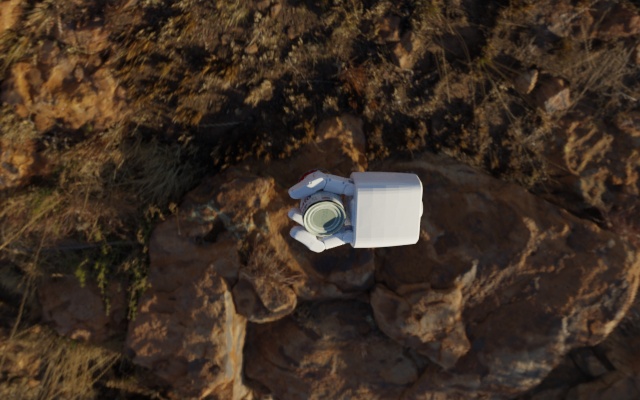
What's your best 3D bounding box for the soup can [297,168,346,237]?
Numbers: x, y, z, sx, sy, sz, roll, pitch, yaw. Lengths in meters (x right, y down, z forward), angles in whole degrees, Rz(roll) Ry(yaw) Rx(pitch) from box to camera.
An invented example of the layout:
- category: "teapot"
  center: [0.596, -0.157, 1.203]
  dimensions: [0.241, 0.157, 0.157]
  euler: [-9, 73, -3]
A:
- category: "soup can"
  center: [0.000, 0.003, 0.764]
  dimensions: [0.068, 0.068, 0.102]
  euler: [0, 32, -8]
